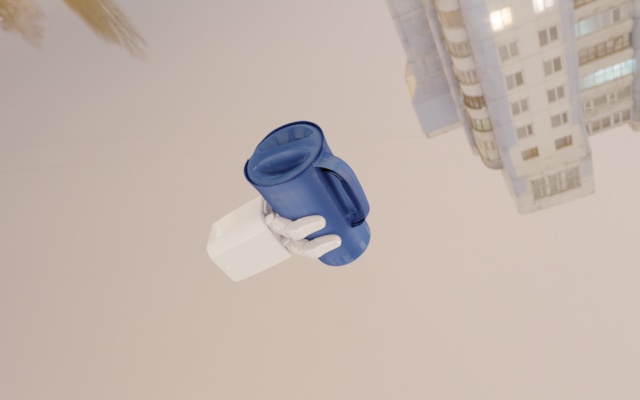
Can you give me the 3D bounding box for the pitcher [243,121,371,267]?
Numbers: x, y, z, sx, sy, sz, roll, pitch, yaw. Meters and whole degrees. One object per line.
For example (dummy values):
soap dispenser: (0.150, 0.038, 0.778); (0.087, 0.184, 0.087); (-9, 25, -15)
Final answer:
pitcher: (0.000, 0.003, 0.767); (0.145, 0.243, 0.149); (-28, 41, 7)
